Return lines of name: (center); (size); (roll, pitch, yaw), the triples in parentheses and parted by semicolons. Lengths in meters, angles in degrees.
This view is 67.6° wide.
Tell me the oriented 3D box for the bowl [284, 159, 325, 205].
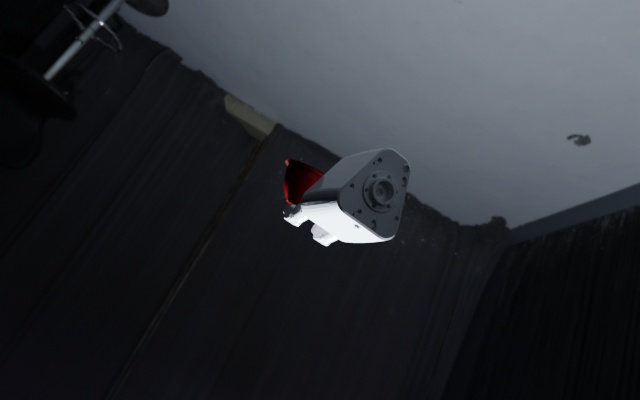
bowl: (0.000, 0.003, 0.741); (0.162, 0.055, 0.162); (32, -7, 5)
